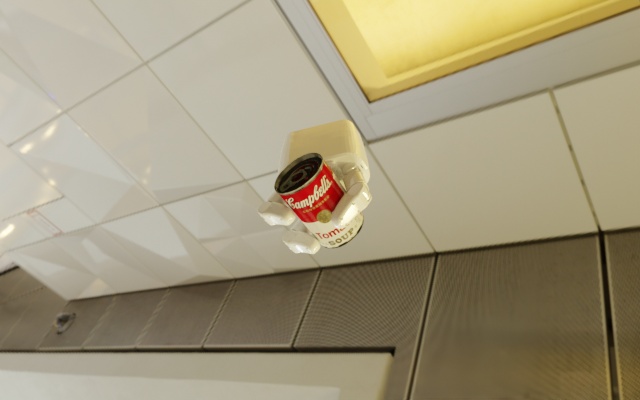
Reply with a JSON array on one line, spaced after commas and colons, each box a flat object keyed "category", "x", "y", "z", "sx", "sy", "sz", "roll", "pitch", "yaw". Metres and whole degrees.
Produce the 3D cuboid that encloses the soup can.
[{"category": "soup can", "x": 0.000, "y": 0.002, "z": 0.582, "sx": 0.068, "sy": 0.068, "sz": 0.102, "roll": 0, "pitch": -43, "yaw": 46}]
